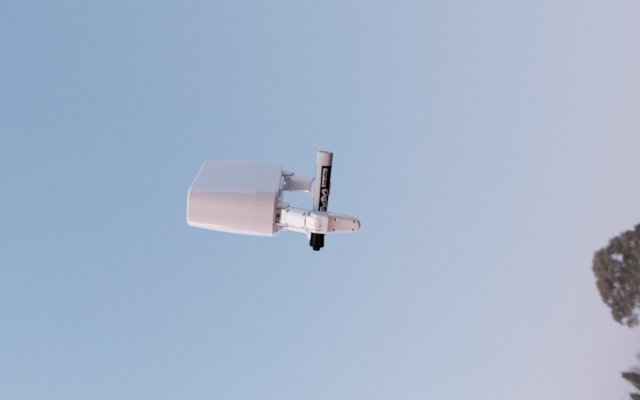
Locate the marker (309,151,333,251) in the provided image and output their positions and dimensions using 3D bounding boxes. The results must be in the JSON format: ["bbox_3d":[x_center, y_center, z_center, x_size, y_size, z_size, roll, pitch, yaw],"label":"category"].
[{"bbox_3d":[0.000,0.002,0.570,0.020,0.121,0.020,5,13,-1],"label":"marker"}]
